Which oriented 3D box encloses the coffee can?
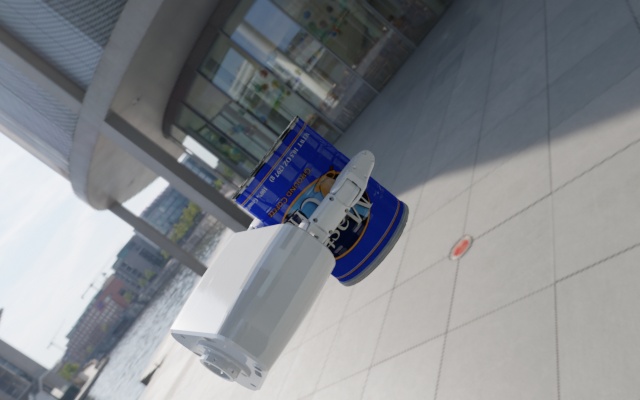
[{"bbox_3d":[0.000,0.001,0.466,0.140,0.103,0.103,38,-7,-9],"label":"coffee can"}]
